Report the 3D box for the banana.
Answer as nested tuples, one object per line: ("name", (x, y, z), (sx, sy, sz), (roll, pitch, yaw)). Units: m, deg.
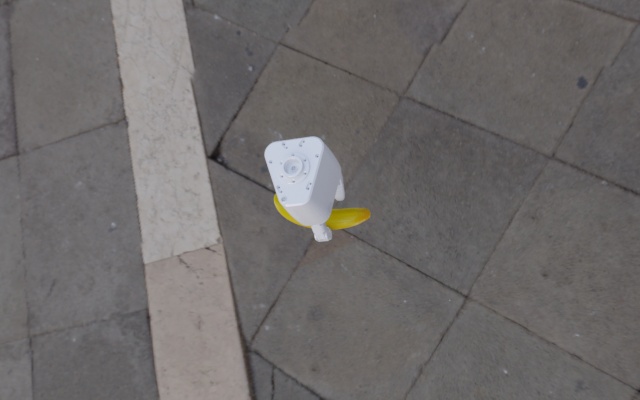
("banana", (-0.010, 0.018, 0.864), (0.198, 0.069, 0.037), (18, -16, 21))
